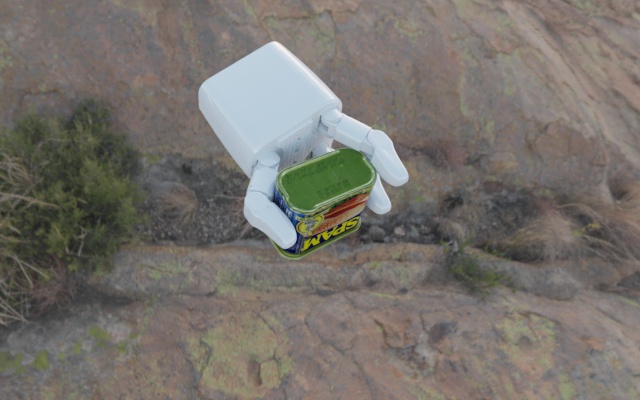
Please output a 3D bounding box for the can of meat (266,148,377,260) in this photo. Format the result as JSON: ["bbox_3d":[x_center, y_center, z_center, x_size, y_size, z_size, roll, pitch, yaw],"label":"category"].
[{"bbox_3d":[0.000,0.001,0.470,0.102,0.057,0.084,-24,-27,-25],"label":"can of meat"}]
